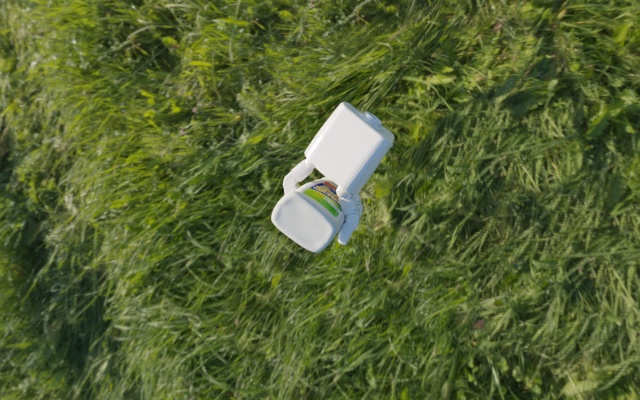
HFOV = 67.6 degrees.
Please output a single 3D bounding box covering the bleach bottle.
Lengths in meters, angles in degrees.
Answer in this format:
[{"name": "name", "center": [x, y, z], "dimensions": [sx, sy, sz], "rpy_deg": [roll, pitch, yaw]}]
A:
[{"name": "bleach bottle", "center": [0.000, 0.003, 0.829], "dimensions": [0.102, 0.068, 0.250], "rpy_deg": [38, 19, -1]}]
